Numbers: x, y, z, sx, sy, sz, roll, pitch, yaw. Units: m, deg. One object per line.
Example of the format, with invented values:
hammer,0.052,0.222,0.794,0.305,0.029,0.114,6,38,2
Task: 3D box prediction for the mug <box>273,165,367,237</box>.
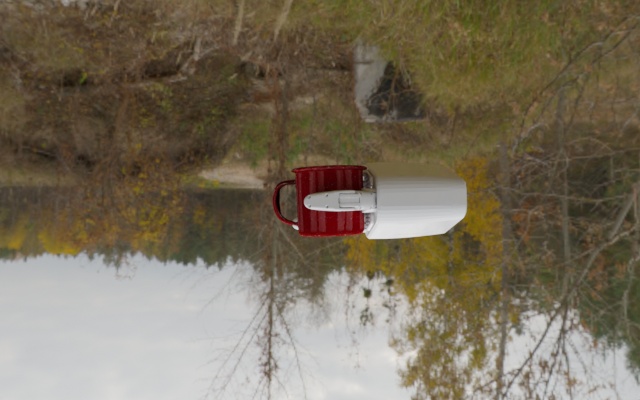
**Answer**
mug,-0.001,0.002,0.583,0.117,0.081,0.093,-2,-1,-2
